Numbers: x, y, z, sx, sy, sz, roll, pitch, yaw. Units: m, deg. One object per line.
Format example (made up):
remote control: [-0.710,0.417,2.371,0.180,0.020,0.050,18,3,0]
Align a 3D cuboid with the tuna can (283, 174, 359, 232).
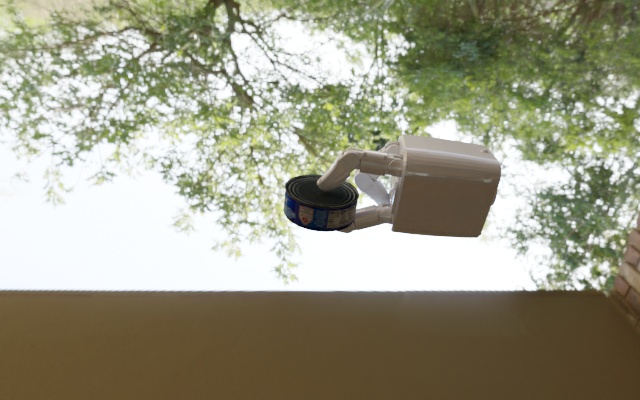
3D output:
tuna can: [0.000,0.002,0.552,0.086,0.034,0.086,6,26,-3]
